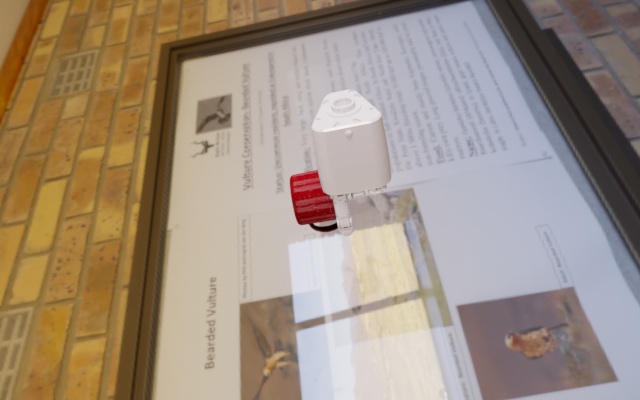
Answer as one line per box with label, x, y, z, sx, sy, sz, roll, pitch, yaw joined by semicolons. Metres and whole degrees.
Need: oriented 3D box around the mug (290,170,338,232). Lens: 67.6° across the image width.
mug;0.000;0.004;0.759;0.081;0.117;0.093;-10;37;3
